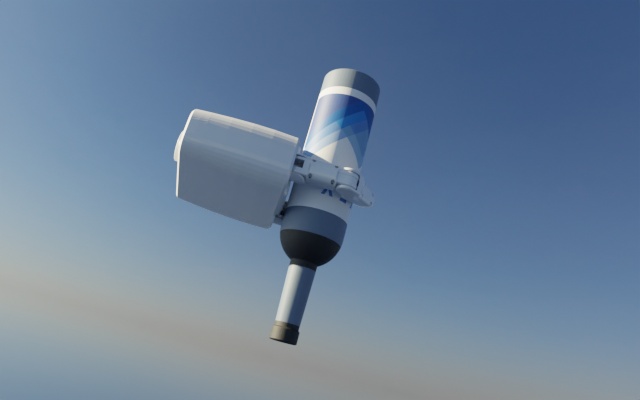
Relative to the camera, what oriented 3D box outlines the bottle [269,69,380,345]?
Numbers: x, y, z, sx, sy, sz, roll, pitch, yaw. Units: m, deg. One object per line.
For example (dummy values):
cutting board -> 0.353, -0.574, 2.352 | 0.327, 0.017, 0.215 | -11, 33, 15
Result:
bottle -> 0.000, 0.001, 0.506 | 0.069, 0.295, 0.069 | 14, -19, 5
